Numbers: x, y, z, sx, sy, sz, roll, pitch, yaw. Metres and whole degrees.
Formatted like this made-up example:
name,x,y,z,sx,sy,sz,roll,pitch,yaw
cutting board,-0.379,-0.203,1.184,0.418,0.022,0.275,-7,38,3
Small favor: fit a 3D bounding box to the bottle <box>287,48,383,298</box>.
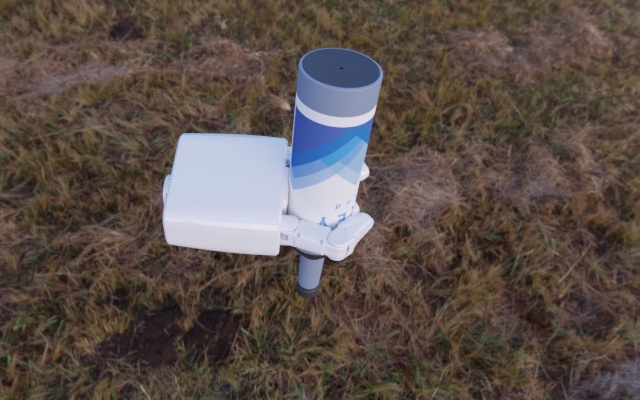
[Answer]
name,x,y,z,sx,sy,sz,roll,pitch,yaw
bottle,0.000,0.001,0.474,0.069,0.296,0.069,5,44,-4
